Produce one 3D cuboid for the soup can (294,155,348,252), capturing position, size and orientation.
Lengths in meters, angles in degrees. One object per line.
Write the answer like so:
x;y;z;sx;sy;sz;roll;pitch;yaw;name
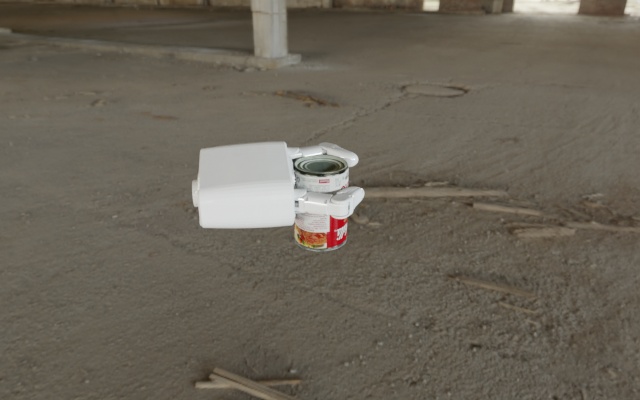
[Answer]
0.001;0.002;0.590;0.068;0.102;0.068;0;25;0;soup can
